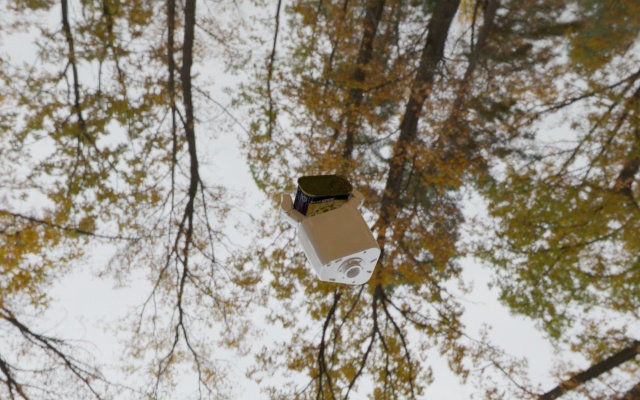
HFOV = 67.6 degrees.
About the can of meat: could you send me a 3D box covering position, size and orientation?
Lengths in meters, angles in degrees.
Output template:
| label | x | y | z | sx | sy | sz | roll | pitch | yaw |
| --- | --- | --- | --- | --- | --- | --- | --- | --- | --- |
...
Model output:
| label | x | y | z | sx | sy | sz | roll | pitch | yaw |
| --- | --- | --- | --- | --- | --- | --- | --- | --- | --- |
| can of meat | 0.000 | 0.003 | 0.887 | 0.102 | 0.084 | 0.057 | -5 | 40 | -26 |
